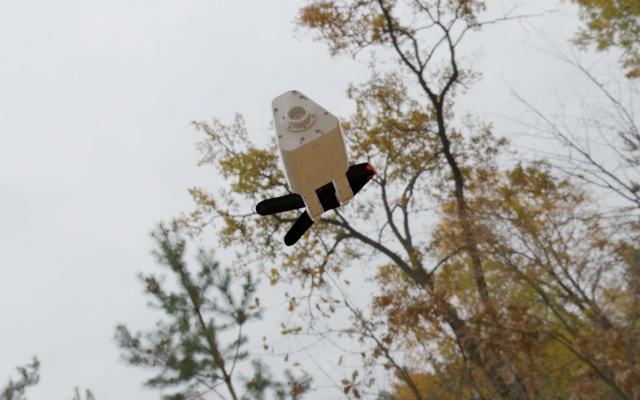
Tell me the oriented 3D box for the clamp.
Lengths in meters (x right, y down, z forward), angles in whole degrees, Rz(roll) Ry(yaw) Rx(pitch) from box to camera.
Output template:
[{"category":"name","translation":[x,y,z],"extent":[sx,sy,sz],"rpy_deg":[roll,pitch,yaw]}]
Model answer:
[{"category":"clamp","translation":[0.000,0.002,0.826],"extent":[0.210,0.036,0.165],"rpy_deg":[-28,-27,-7]}]
